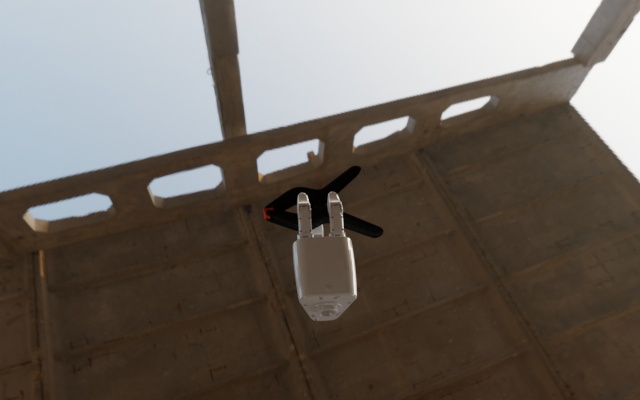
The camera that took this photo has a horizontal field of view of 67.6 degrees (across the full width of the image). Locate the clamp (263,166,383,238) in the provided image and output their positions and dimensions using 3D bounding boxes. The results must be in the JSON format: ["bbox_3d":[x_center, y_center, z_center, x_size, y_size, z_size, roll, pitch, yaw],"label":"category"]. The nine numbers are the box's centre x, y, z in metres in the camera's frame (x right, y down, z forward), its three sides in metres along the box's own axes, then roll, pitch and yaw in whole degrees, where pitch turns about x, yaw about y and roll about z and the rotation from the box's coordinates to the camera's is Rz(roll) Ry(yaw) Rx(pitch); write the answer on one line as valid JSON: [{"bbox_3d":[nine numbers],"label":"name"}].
[{"bbox_3d":[0.000,0.004,0.883,0.210,0.164,0.036,-2,-39,-6],"label":"clamp"}]
